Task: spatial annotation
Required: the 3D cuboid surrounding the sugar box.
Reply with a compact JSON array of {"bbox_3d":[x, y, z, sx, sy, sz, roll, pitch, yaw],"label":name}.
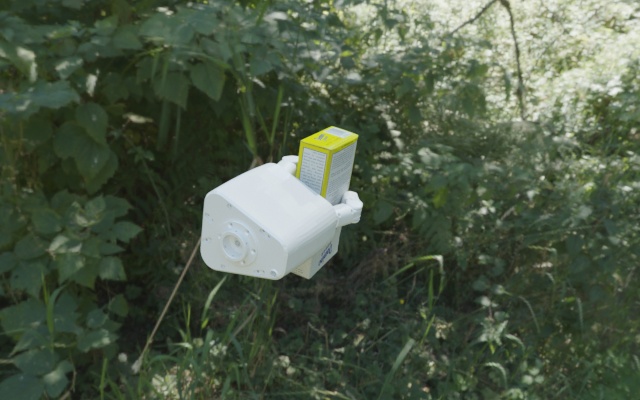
[{"bbox_3d":[0.000,0.002,0.610,0.048,0.176,0.093,21,26,19],"label":"sugar box"}]
